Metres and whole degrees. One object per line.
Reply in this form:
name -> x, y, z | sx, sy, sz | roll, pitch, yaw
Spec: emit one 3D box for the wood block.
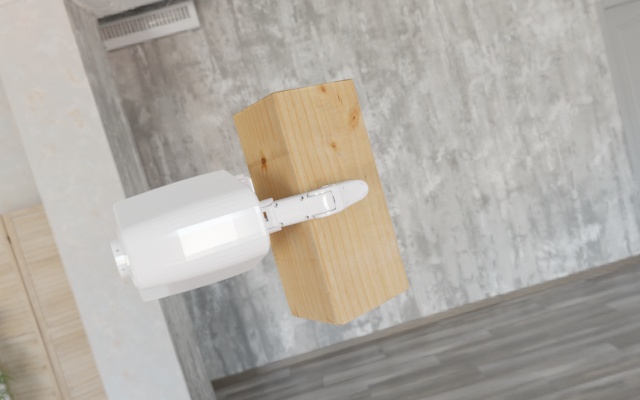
wood block -> 0.000, 0.001, 0.459 | 0.090, 0.206, 0.091 | -19, 6, -34
